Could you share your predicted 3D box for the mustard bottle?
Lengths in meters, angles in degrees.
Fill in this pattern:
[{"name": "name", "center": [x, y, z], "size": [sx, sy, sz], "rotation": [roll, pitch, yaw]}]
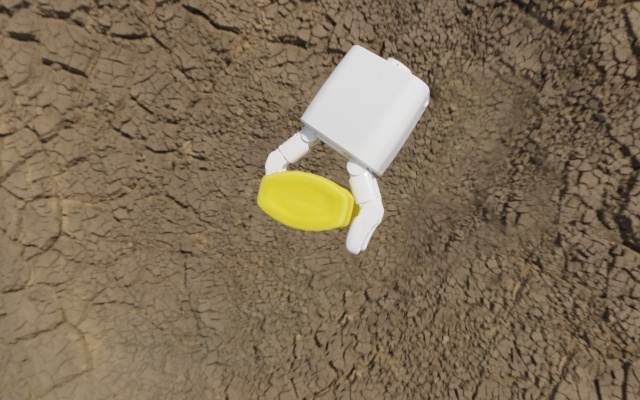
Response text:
[{"name": "mustard bottle", "center": [0.000, 0.002, 0.562], "size": [0.096, 0.058, 0.191], "rotation": [12, 2, 12]}]
